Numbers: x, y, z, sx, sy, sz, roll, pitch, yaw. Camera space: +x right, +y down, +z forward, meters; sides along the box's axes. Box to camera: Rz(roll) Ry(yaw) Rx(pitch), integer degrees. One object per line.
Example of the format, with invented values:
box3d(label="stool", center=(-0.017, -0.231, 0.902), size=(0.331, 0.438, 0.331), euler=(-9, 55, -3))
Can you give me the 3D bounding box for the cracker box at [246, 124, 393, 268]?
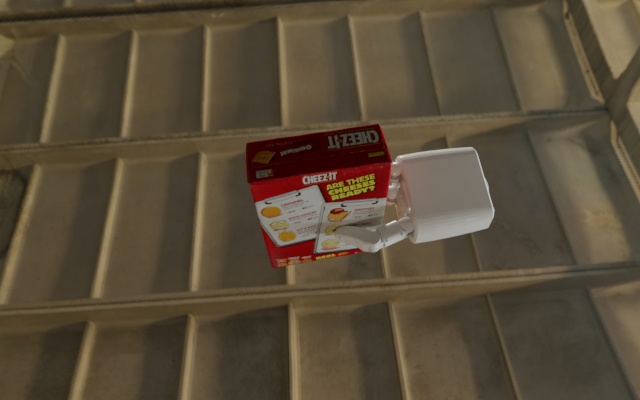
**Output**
box3d(label="cracker box", center=(0.000, 0.002, 0.630), size=(0.164, 0.072, 0.214), euler=(-9, -34, -3))
